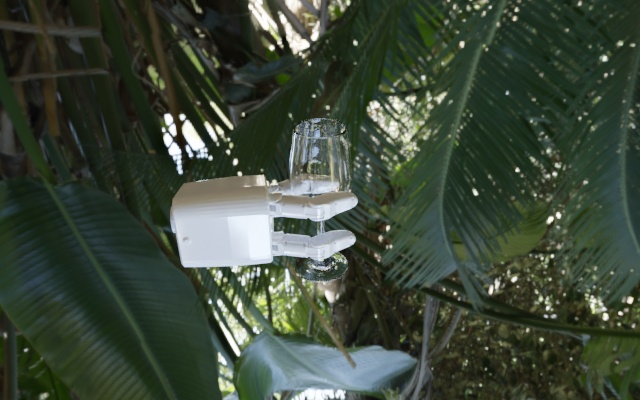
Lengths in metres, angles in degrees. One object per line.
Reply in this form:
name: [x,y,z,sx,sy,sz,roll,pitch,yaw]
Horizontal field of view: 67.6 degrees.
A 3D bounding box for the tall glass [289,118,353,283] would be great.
tall glass: [0.000,0.003,0.601,0.079,0.201,0.079,0,30,0]
